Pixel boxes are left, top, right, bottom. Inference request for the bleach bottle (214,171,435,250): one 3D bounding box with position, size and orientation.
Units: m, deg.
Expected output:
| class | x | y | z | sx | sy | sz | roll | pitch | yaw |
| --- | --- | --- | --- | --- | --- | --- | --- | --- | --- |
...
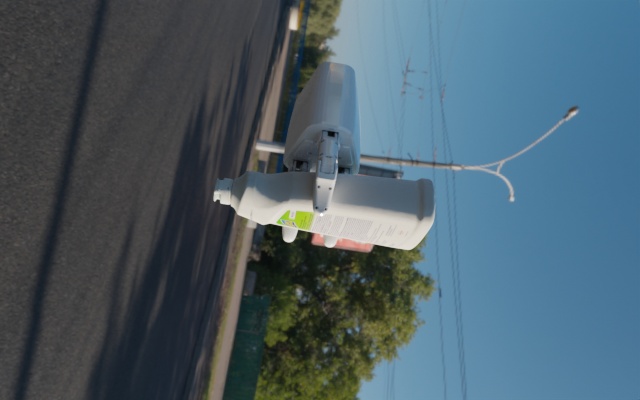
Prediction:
| class | x | y | z | sx | sy | sz | roll | pitch | yaw |
| --- | --- | --- | --- | --- | --- | --- | --- | --- | --- |
| bleach bottle | 0.000 | 0.002 | 0.572 | 0.251 | 0.068 | 0.103 | 9 | -30 | -5 |
